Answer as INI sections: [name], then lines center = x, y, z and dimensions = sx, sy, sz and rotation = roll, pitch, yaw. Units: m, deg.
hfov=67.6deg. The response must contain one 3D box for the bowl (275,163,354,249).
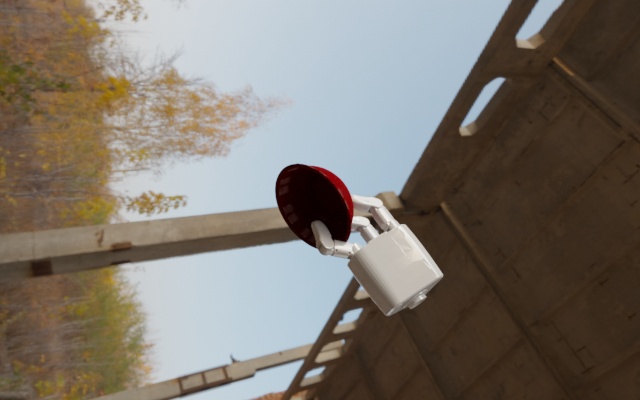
[bowl]
center = 0.000, 0.001, 0.802
dimensions = 0.162, 0.162, 0.055
rotation = 0, 27, 43
